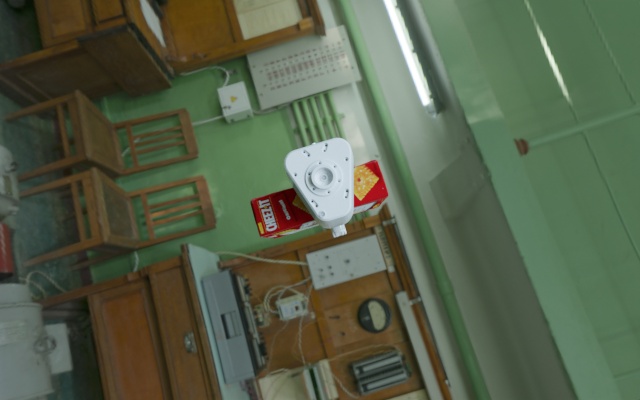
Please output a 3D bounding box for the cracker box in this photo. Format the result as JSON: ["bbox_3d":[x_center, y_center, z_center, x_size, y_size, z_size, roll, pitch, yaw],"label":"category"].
[{"bbox_3d":[0.000,0.003,0.827,0.214,0.072,0.164,-17,-6,0],"label":"cracker box"}]
